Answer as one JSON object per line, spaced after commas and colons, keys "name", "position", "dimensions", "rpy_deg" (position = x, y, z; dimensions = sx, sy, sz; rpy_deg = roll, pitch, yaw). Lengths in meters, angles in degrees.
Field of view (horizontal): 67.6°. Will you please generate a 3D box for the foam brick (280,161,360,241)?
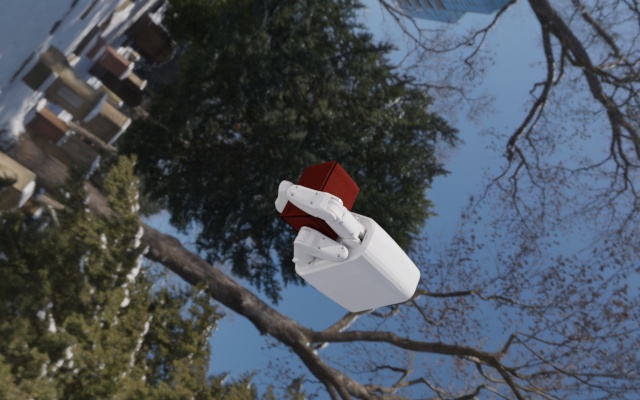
{"name": "foam brick", "position": [0.000, 0.002, 0.558], "dimensions": [0.053, 0.078, 0.051], "rpy_deg": [-5, -40, 48]}
